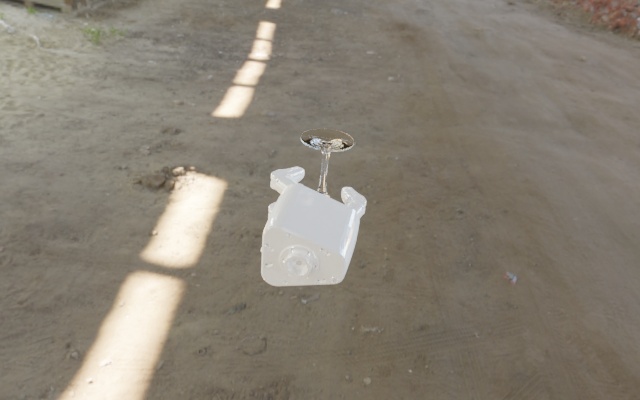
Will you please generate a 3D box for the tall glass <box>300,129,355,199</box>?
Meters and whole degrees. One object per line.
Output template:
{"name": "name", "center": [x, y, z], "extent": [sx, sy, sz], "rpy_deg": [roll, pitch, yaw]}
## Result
{"name": "tall glass", "center": [0.000, 0.002, 0.699], "extent": [0.079, 0.201, 0.079], "rpy_deg": [5, 30, -3]}
